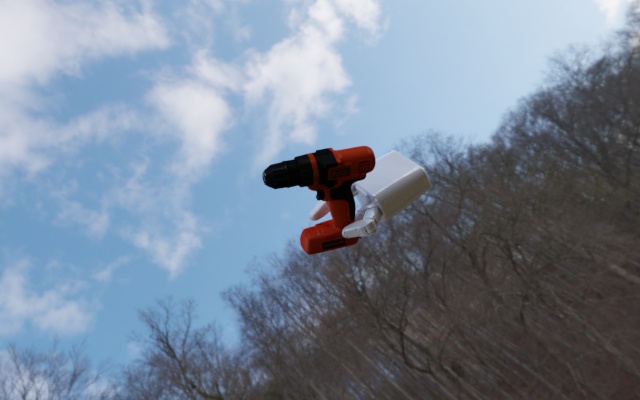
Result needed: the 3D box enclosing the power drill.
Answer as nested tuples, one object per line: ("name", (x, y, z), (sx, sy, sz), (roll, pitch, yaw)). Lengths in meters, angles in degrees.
("power drill", (0.000, 0.003, 0.796), (0.184, 0.188, 0.057), (-11, 40, -13))
